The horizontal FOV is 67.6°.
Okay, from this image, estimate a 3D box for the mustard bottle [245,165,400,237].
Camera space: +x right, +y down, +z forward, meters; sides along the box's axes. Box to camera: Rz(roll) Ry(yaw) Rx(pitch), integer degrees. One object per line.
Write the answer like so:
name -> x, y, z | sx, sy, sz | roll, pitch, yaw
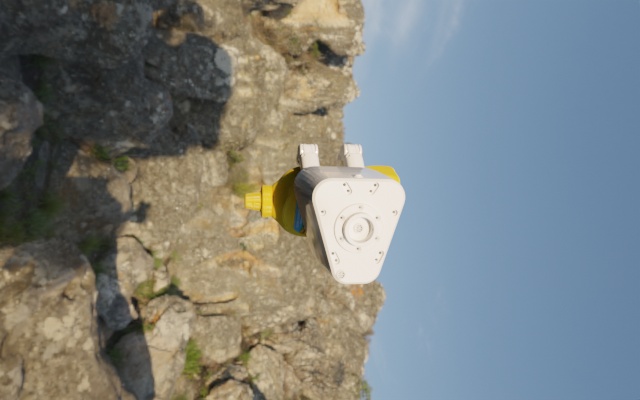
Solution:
mustard bottle -> 0.000, 0.002, 0.611 | 0.191, 0.096, 0.058 | 0, 33, -11
